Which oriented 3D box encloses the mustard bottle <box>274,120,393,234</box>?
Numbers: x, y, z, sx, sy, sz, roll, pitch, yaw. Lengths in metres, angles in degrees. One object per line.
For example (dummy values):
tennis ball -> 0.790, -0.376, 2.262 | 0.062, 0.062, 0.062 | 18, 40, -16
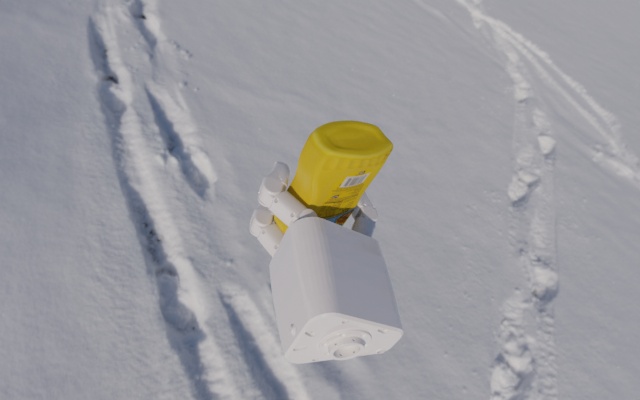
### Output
mustard bottle -> 0.000, 0.001, 0.530 | 0.096, 0.058, 0.192 | -14, -34, -38
